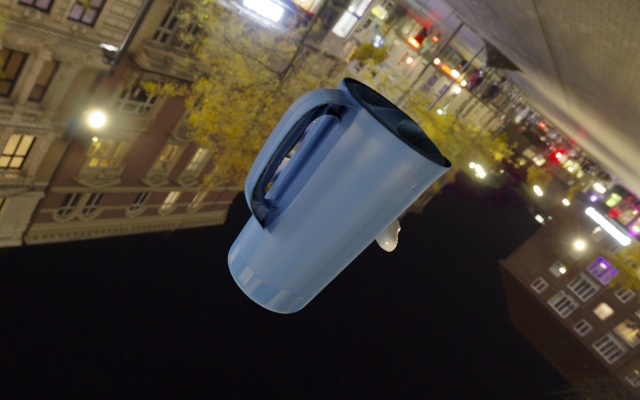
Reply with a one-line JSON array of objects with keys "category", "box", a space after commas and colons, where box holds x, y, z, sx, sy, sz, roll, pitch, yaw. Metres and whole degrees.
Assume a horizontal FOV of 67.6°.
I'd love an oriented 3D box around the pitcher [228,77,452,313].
[{"category": "pitcher", "box": [0.000, 0.002, 0.496, 0.149, 0.243, 0.145, 39, 22, -1]}]
